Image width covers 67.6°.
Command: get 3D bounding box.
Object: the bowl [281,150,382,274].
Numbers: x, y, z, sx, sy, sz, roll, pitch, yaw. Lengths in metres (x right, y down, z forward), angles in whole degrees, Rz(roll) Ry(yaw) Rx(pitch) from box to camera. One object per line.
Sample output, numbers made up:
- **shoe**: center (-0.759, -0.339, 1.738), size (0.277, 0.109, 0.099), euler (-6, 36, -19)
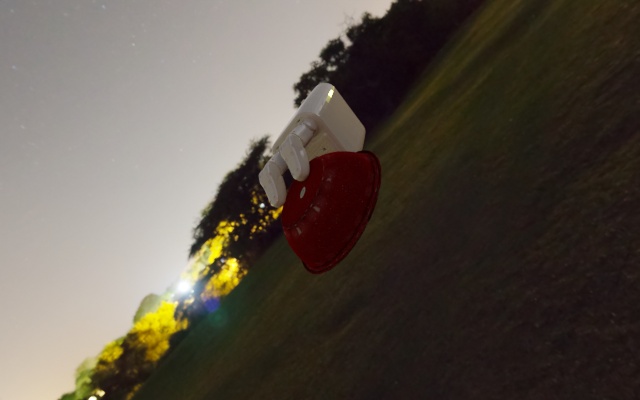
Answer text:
- **bowl**: center (0.000, 0.002, 0.559), size (0.055, 0.162, 0.162), euler (27, -11, -23)
